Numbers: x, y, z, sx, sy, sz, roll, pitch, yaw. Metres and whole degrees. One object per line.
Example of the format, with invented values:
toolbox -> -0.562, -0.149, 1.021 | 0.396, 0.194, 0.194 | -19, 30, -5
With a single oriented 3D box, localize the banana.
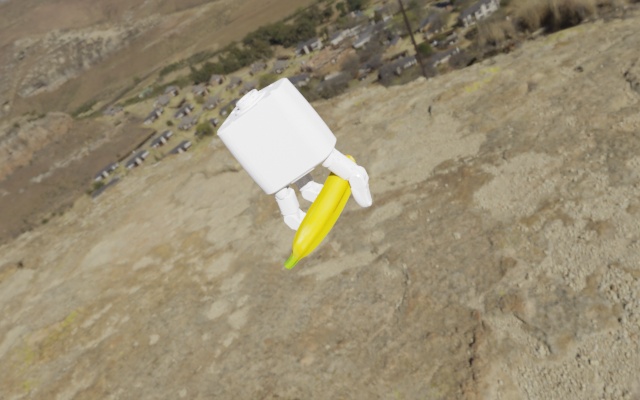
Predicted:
banana -> 0.008, 0.001, 0.644 | 0.037, 0.197, 0.069 | 41, -29, -17
